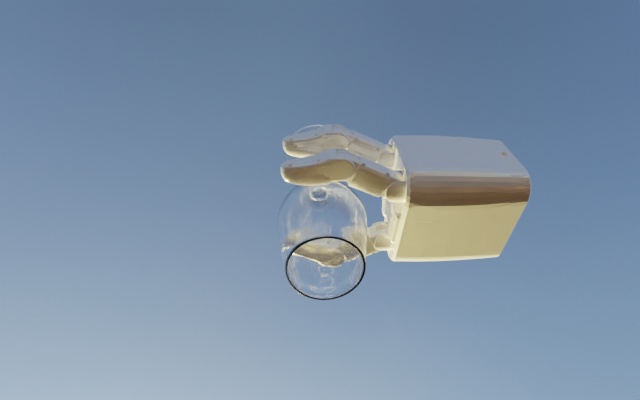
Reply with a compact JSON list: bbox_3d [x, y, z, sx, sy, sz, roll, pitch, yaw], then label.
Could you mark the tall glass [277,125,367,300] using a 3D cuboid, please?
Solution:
[{"bbox_3d":[0.000,0.001,0.445,0.079,0.079,0.201,0,31,-2],"label":"tall glass"}]
